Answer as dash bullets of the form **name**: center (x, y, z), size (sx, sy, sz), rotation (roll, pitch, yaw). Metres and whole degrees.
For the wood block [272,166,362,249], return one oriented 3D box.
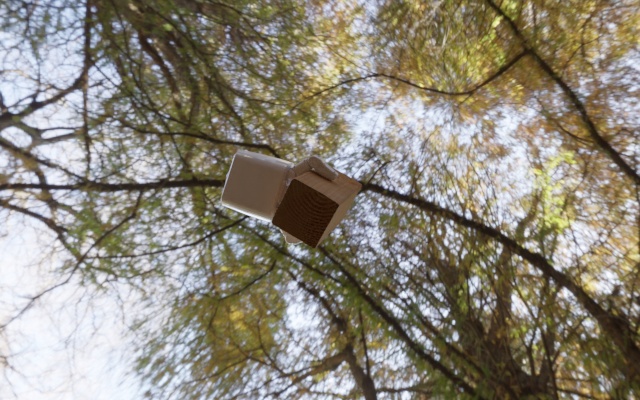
- **wood block**: center (0.000, 0.002, 0.874), size (0.090, 0.091, 0.206), rotation (30, 17, 8)
